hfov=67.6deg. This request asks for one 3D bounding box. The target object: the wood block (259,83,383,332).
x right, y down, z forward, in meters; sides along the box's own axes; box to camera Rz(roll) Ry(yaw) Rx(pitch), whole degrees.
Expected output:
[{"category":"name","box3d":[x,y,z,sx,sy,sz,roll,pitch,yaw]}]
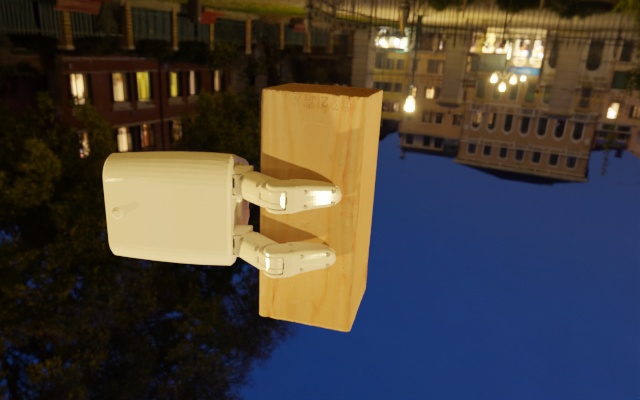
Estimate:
[{"category":"wood block","box3d":[0.000,0.001,0.443,0.090,0.206,0.090,7,19,12]}]
